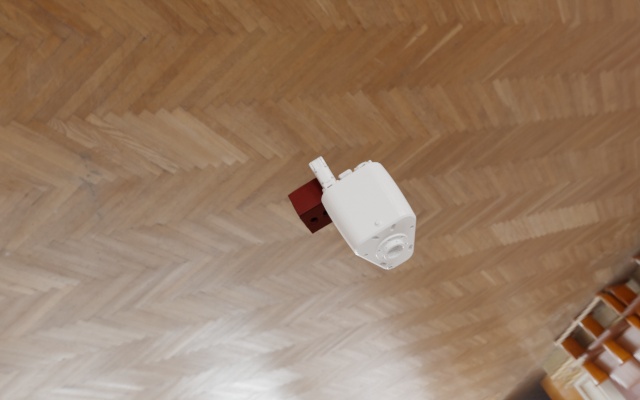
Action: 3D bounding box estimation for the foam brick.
[{"bbox_3d":[0.000,0.003,0.725,0.078,0.051,0.053,-32,-39,3],"label":"foam brick"}]
